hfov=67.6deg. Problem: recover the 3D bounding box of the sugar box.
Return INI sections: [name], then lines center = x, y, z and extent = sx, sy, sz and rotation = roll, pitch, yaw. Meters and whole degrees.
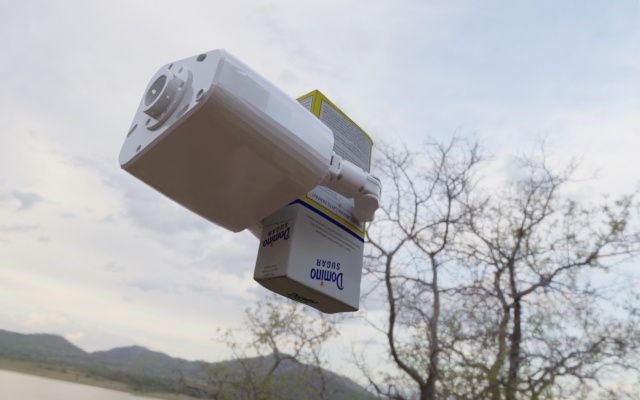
[sugar box]
center = 0.000, 0.001, 0.422
extent = 0.048, 0.176, 0.093
rotation = -14, -35, 40
